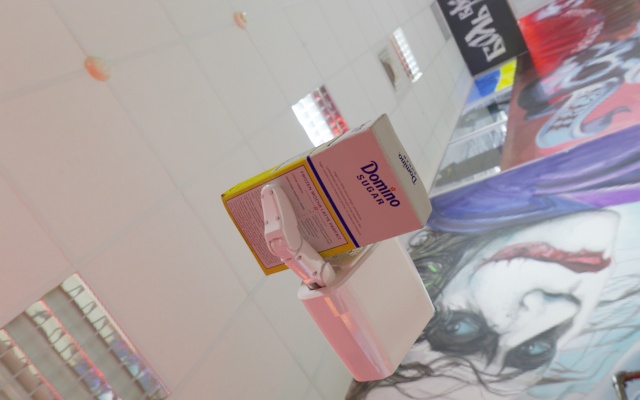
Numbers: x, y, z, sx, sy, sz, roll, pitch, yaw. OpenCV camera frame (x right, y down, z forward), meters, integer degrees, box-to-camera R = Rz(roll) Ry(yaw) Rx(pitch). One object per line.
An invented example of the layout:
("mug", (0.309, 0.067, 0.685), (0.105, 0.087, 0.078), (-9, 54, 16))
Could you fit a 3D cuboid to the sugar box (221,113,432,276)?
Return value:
("sugar box", (0.000, 0.001, 0.426), (0.176, 0.093, 0.048), (-21, 14, 32))
